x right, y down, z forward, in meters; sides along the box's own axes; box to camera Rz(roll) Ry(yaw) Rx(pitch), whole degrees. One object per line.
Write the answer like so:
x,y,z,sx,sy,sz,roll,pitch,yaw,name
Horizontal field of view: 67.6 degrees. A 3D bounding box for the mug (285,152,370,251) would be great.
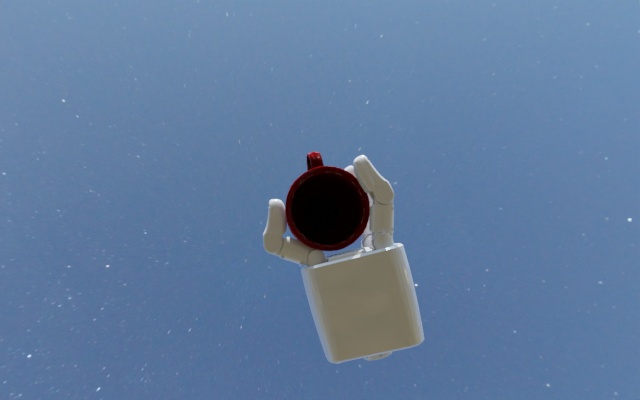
0.000,0.000,0.556,0.093,0.117,0.081,-13,-5,-9,mug
